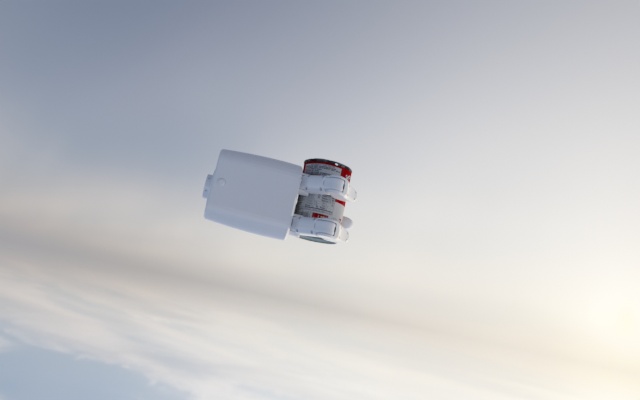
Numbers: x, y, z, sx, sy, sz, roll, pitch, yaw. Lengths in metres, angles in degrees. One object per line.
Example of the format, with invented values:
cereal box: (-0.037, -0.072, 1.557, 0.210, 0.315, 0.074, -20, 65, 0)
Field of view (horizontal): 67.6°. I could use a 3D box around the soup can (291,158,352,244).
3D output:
soup can: (0.000, 0.003, 0.644, 0.068, 0.102, 0.068, 12, -12, 3)
